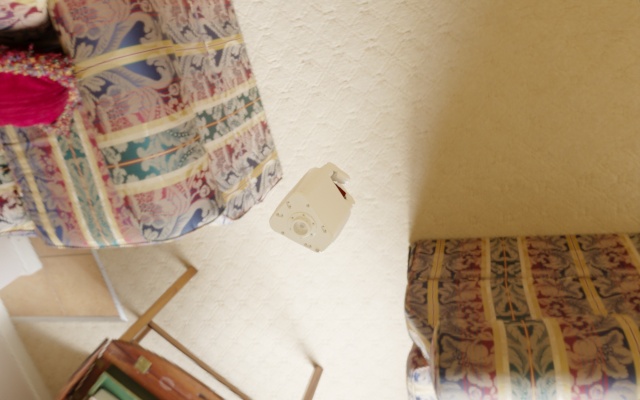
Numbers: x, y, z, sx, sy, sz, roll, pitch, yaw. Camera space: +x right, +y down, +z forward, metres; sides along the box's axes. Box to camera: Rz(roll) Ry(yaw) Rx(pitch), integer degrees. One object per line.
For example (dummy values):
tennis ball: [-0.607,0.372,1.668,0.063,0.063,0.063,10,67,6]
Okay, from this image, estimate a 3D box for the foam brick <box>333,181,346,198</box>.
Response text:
foam brick: [0.000,0.003,0.886,0.078,0.053,0.051,-47,3,30]
